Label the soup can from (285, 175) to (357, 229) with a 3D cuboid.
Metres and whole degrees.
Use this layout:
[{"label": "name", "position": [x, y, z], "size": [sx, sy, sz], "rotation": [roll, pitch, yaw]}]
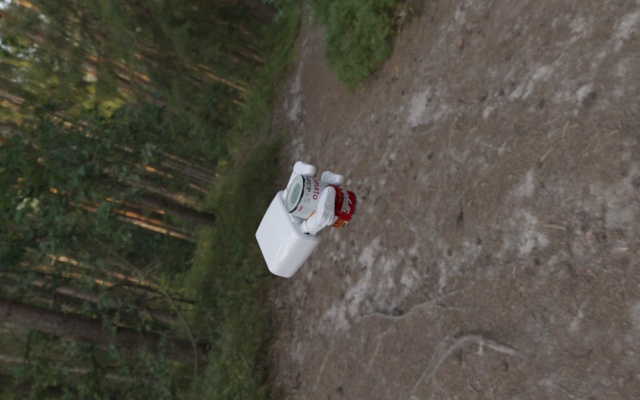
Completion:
[{"label": "soup can", "position": [0.000, 0.002, 0.794], "size": [0.102, 0.068, 0.068], "rotation": [18, -8, -24]}]
